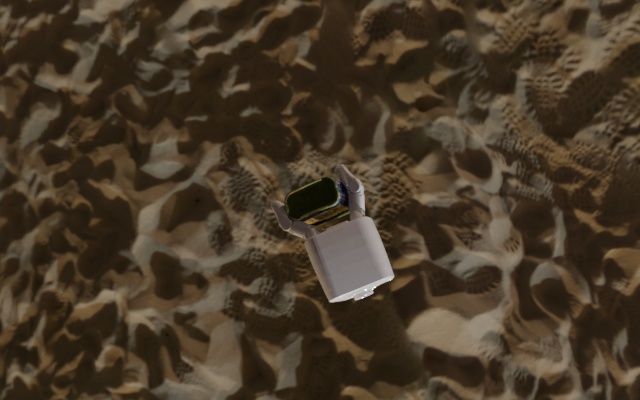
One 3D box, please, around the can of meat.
[{"bbox_3d":[0.000,0.003,0.812,0.102,0.057,0.084,-24,-16,18],"label":"can of meat"}]
